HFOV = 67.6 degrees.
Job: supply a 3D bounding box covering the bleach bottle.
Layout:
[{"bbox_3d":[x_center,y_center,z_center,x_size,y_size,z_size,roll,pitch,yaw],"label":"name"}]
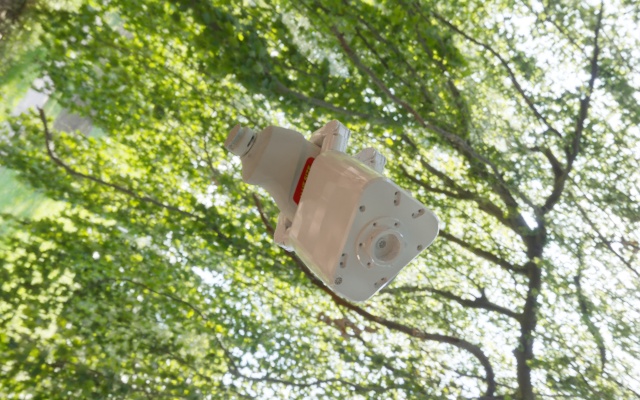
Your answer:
[{"bbox_3d":[0.000,0.002,0.538,0.251,0.102,0.068,33,2,-27],"label":"bleach bottle"}]
